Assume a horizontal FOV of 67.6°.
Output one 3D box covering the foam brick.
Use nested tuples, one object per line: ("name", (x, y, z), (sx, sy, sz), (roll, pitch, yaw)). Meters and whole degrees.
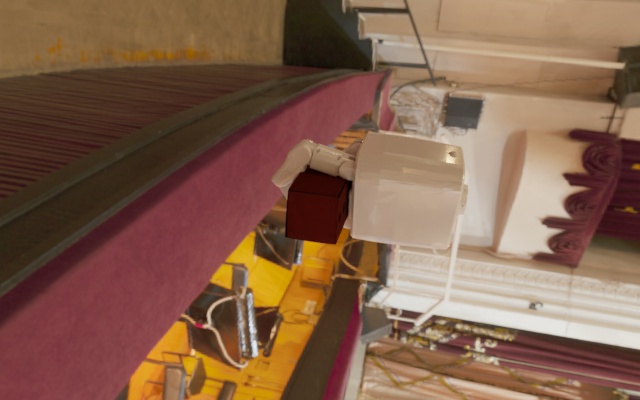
("foam brick", (0.000, 0.002, 0.484), (0.051, 0.053, 0.078), (9, 26, 10))
